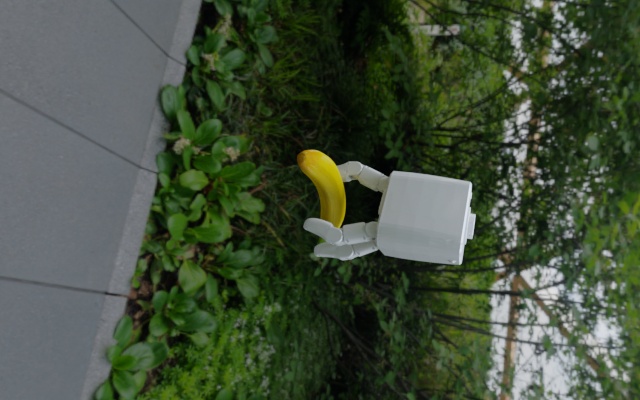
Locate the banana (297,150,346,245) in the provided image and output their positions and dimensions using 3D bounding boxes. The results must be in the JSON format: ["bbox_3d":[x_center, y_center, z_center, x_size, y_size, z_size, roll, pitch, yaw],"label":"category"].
[{"bbox_3d":[0.007,-0.009,0.650,0.037,0.069,0.198,11,-38,20],"label":"banana"}]
